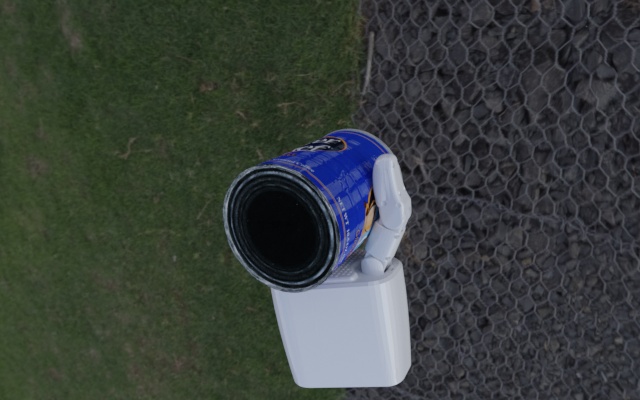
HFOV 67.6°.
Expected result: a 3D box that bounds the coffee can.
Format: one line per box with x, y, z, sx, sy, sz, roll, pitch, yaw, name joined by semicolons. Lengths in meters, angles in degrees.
0.000;0.001;0.412;0.103;0.103;0.140;0;18;29;coffee can
